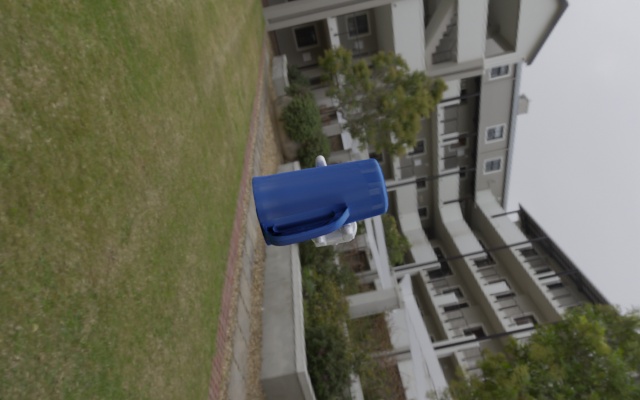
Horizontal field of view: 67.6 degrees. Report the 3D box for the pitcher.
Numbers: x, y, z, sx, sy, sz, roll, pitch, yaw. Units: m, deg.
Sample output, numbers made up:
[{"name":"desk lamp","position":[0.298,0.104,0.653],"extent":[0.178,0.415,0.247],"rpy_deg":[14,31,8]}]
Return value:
[{"name":"pitcher","position":[0.000,0.003,0.895],"extent":[0.243,0.149,0.145],"rpy_deg":[-12,-12,0]}]
